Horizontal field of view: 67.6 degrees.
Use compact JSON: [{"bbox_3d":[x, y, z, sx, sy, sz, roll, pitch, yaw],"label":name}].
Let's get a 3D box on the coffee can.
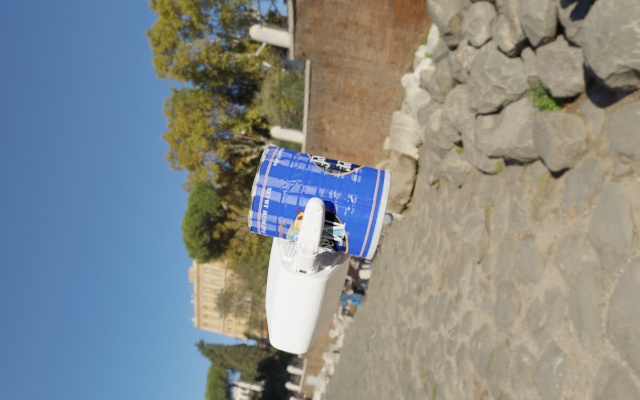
[{"bbox_3d":[0.000,0.002,0.542,0.140,0.103,0.103,12,0,3],"label":"coffee can"}]
